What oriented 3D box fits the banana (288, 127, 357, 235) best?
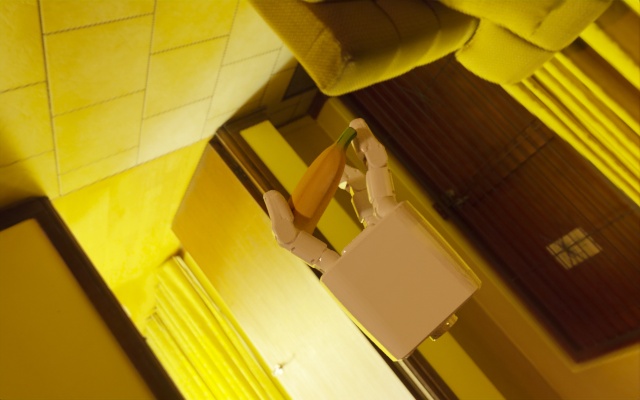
[{"bbox_3d":[-0.011,0.008,0.516,0.069,0.037,0.198,-36,-16,-38],"label":"banana"}]
